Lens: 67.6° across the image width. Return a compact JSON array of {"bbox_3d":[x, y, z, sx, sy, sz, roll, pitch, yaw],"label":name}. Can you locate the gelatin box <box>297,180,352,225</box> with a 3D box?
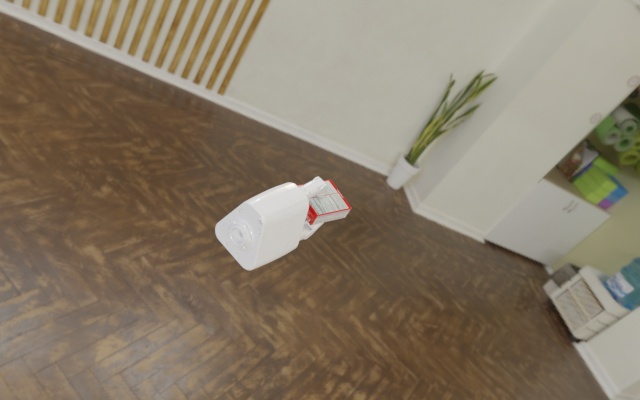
[{"bbox_3d":[0.001,0.002,0.851,0.089,0.073,0.030,-12,-34,-41],"label":"gelatin box"}]
